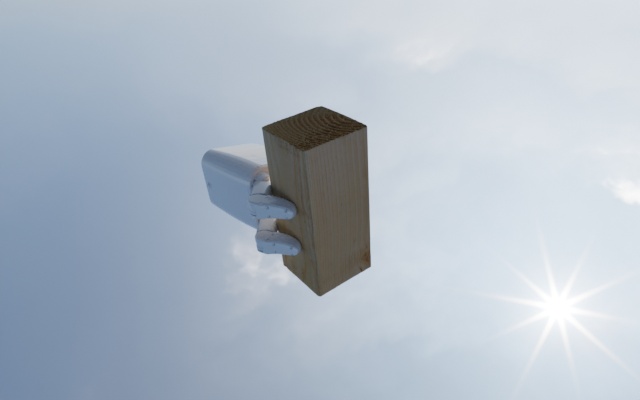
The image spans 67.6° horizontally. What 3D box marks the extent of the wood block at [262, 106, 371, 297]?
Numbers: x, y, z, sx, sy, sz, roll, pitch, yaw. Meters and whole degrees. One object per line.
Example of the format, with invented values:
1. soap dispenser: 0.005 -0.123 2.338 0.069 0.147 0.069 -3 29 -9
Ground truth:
1. wood block: 0.000 0.002 0.594 0.091 0.206 0.090 -26 39 -28
